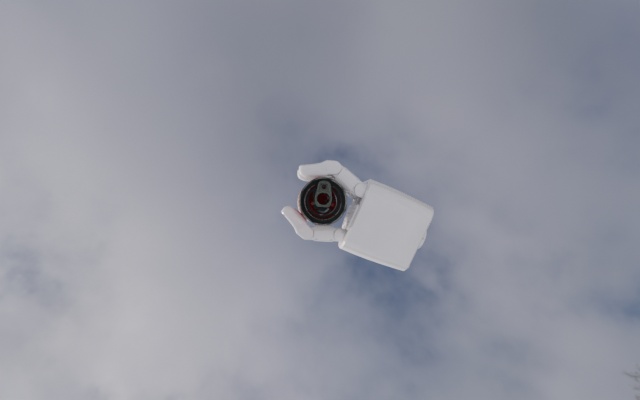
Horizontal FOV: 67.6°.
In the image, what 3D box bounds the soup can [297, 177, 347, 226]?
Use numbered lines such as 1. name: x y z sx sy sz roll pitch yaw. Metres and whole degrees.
1. soup can: 0.000 0.002 0.713 0.068 0.068 0.102 0 -1 -5
